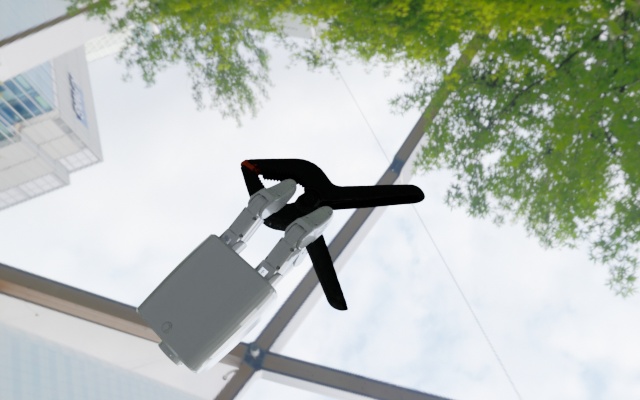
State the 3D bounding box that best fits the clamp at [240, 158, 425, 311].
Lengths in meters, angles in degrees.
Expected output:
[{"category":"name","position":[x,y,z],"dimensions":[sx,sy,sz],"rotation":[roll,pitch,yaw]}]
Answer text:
[{"category":"clamp","position":[0.000,0.002,0.540],"dimensions":[0.210,0.164,0.036],"rotation":[36,-21,25]}]
